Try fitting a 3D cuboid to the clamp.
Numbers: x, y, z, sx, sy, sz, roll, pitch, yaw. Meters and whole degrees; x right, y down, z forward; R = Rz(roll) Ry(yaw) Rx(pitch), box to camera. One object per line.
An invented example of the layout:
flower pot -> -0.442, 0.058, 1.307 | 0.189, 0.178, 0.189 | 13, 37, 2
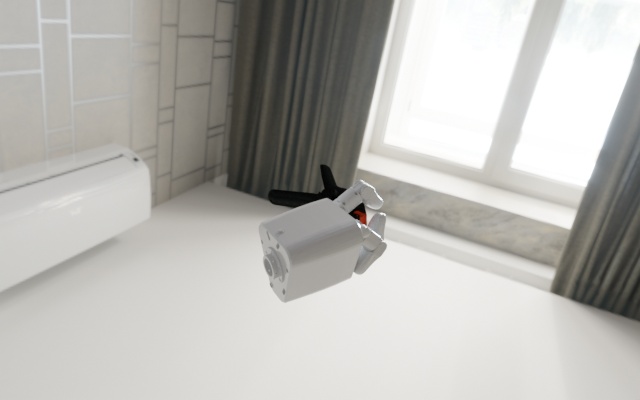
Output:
clamp -> 0.000, 0.003, 0.729 | 0.120, 0.039, 0.171 | -28, 37, -18
